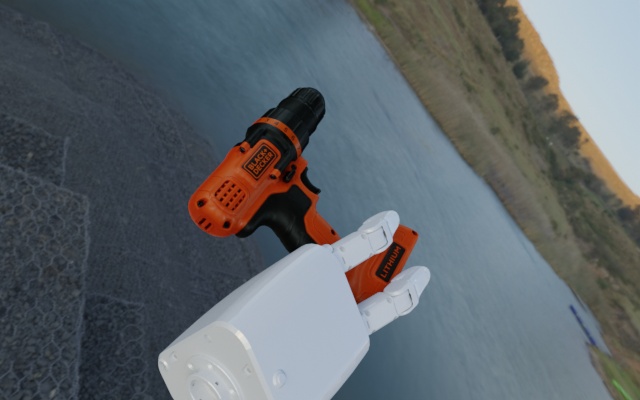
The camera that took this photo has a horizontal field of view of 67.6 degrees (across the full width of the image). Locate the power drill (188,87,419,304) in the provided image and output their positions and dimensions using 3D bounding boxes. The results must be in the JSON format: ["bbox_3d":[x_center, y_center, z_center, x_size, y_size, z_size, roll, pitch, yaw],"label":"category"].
[{"bbox_3d":[0.000,0.002,0.442,0.187,0.184,0.057,41,-32,-8],"label":"power drill"}]
